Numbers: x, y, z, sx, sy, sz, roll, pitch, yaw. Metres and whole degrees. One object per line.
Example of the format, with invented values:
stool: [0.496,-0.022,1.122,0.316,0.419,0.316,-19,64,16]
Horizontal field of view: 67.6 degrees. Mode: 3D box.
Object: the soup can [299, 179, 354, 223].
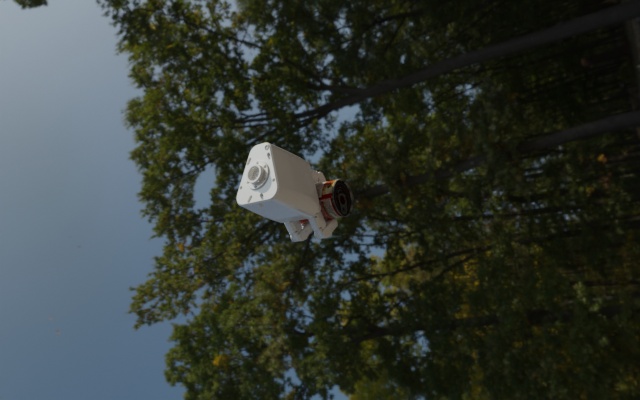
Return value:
soup can: [0.000,0.003,0.866,0.102,0.068,0.068,-11,-6,34]
